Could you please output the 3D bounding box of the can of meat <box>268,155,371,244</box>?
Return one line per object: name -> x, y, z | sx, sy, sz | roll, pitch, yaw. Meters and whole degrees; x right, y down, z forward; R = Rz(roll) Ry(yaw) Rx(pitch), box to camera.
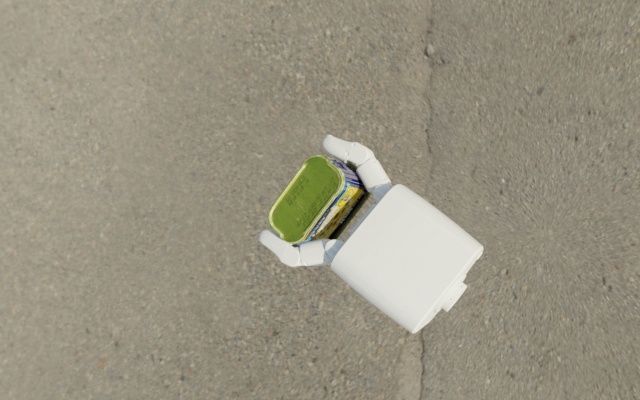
can of meat -> 0.000, 0.002, 0.525 | 0.057, 0.102, 0.084 | 41, 13, 21
